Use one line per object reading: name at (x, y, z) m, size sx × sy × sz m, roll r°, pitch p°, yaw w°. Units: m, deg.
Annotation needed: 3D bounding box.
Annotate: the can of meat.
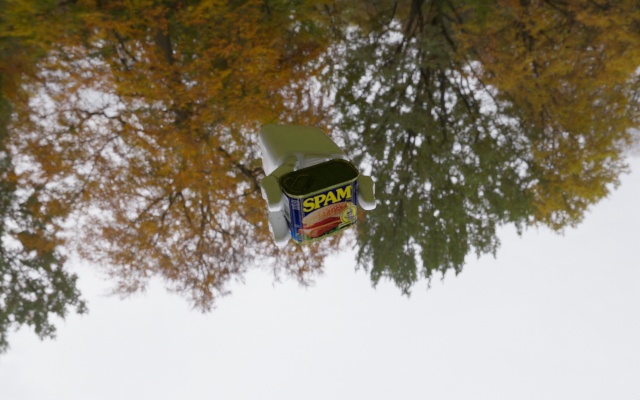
can of meat at (0.000, 0.002, 0.635) m, size 0.102 × 0.084 × 0.057 m, roll -18°, pitch 39°, yaw -19°
